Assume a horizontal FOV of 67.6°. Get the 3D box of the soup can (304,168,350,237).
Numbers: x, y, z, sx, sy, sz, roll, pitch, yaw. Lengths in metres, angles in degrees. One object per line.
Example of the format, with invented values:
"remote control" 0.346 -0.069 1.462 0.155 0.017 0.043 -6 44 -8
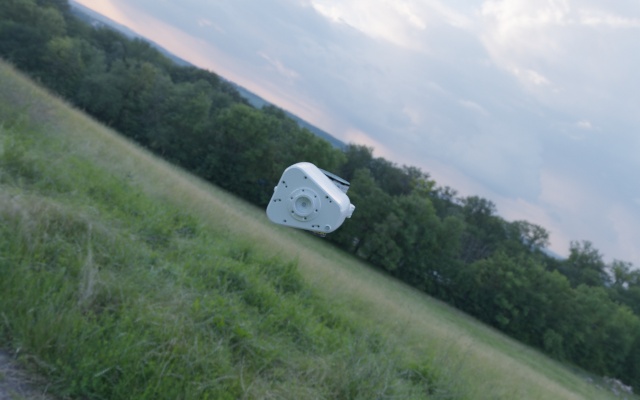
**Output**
"soup can" 0.000 0.002 0.837 0.068 0.102 0.068 25 8 -4
